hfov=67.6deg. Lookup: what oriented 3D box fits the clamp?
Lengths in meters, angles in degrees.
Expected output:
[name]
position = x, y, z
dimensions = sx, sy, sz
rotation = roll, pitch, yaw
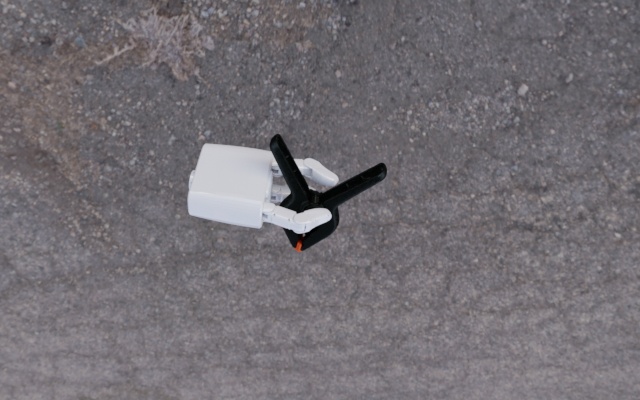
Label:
[clamp]
position = 0.000, 0.003, 0.708
dimensions = 0.164, 0.210, 0.036
rotation = 11, 43, 0
